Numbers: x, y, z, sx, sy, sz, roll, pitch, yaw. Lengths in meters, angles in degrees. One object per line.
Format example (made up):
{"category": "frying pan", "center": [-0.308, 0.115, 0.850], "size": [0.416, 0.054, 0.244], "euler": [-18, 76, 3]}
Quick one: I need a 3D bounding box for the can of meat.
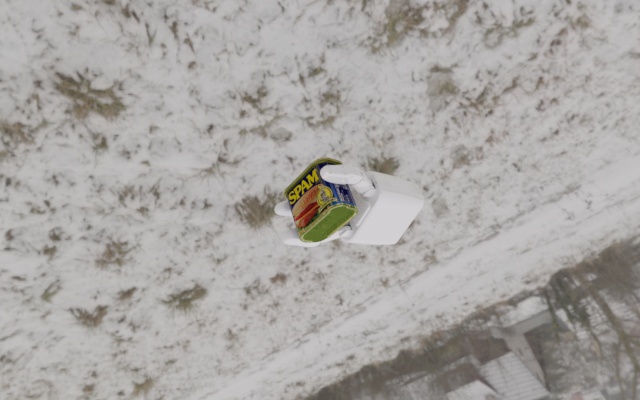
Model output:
{"category": "can of meat", "center": [0.000, 0.002, 0.694], "size": [0.057, 0.084, 0.102], "euler": [12, -42, -41]}
